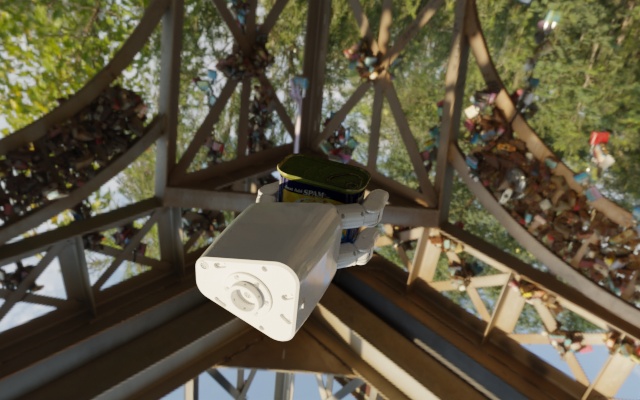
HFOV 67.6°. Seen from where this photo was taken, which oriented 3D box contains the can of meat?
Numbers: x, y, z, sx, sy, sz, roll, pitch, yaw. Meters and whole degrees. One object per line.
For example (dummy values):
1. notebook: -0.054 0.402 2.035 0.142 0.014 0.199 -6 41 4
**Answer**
1. can of meat: 0.000 0.002 0.551 0.102 0.084 0.057 14 32 12
